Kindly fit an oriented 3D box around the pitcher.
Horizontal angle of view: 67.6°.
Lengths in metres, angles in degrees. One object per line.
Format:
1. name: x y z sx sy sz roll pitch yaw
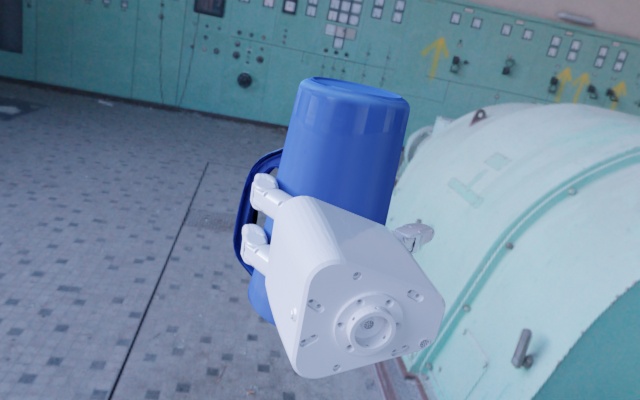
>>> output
1. pitcher: 0.000 0.002 0.493 0.149 0.243 0.145 6 20 -18
